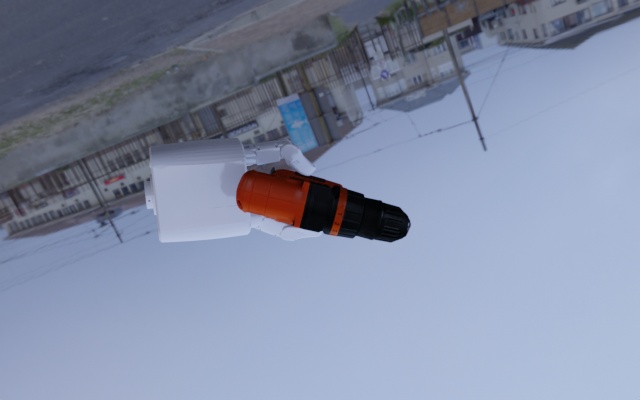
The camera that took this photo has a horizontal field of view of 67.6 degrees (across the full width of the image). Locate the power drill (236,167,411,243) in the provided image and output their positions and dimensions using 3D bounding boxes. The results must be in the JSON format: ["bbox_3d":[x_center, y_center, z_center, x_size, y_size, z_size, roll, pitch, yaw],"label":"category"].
[{"bbox_3d":[0.000,0.002,0.566,0.184,0.057,0.187,15,2,-5],"label":"power drill"}]
